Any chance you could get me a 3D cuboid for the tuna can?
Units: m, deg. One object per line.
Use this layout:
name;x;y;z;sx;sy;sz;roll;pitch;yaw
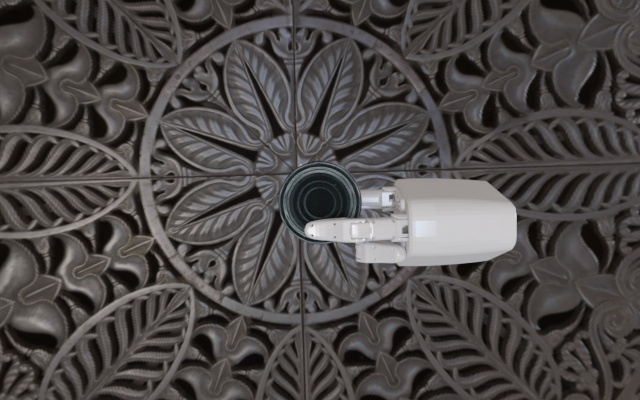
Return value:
tuna can;0.000;0.002;0.492;0.086;0.086;0.034;0;5;3
